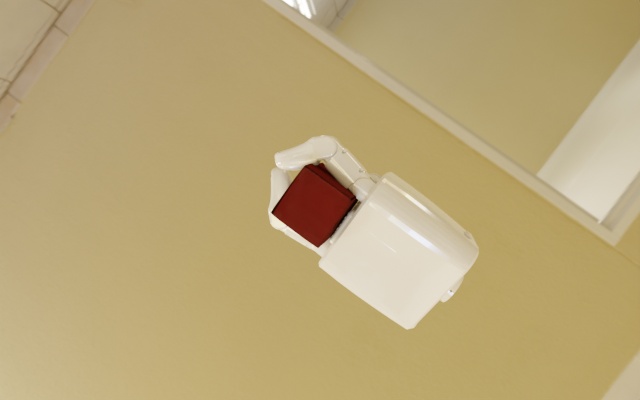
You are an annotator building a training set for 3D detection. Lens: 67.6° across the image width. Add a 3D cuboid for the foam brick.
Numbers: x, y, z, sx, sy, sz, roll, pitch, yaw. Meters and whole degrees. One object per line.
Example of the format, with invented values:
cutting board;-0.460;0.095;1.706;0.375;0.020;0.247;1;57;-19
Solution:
foam brick;0.000;0.001;0.432;0.051;0.053;0.078;37;13;6
